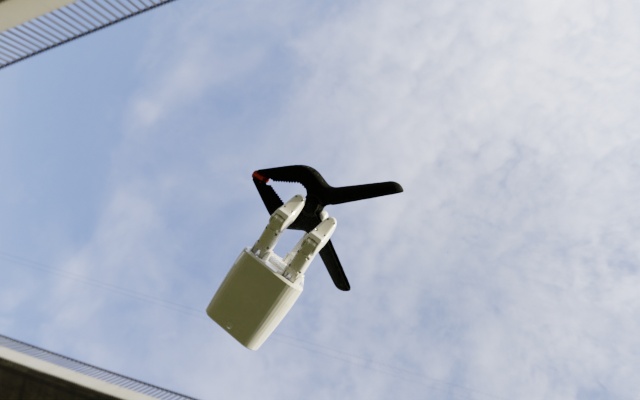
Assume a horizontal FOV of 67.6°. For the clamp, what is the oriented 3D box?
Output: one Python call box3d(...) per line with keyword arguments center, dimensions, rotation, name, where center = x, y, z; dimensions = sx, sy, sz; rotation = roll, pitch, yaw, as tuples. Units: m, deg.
box3d(center=(0.000, 0.002, 0.672), dimensions=(0.210, 0.164, 0.036), rotation=(35, 1, 16), name="clamp")
